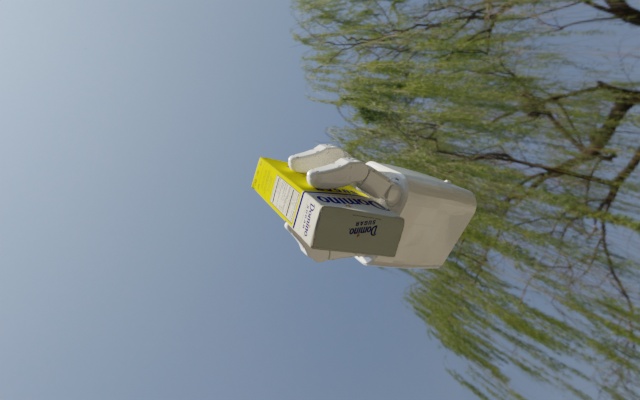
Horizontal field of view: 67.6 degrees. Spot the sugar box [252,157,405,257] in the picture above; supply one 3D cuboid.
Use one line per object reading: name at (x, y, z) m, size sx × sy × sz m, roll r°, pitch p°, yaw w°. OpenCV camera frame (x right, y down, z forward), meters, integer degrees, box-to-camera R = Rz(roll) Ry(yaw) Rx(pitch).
sugar box at (0.000, 0.001, 0.495) m, size 0.093 × 0.048 × 0.176 m, roll 9°, pitch 12°, yaw -29°
